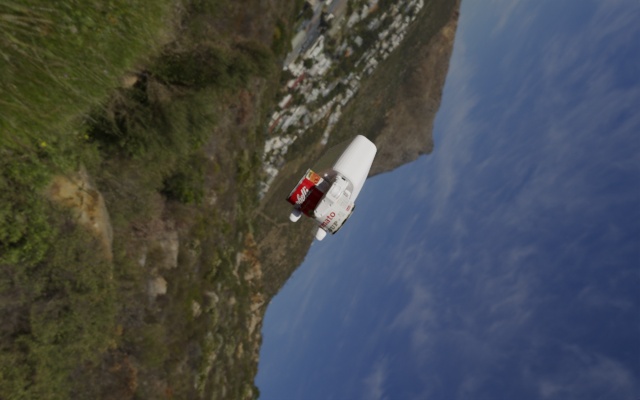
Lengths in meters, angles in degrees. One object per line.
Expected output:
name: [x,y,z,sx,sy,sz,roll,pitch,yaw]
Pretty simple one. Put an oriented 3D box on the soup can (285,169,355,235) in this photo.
soup can: [0.000,0.003,0.816,0.102,0.068,0.068,38,-4,-5]
